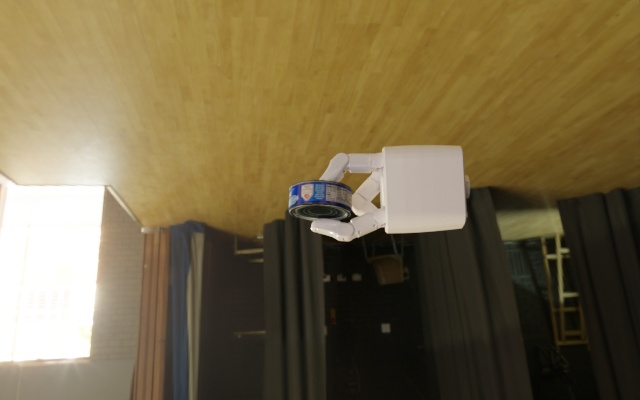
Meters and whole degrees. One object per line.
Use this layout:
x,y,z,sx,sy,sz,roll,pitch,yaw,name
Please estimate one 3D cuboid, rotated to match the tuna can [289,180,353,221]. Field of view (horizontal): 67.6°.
0.000,0.003,0.639,0.086,0.033,0.086,2,-17,1,tuna can
